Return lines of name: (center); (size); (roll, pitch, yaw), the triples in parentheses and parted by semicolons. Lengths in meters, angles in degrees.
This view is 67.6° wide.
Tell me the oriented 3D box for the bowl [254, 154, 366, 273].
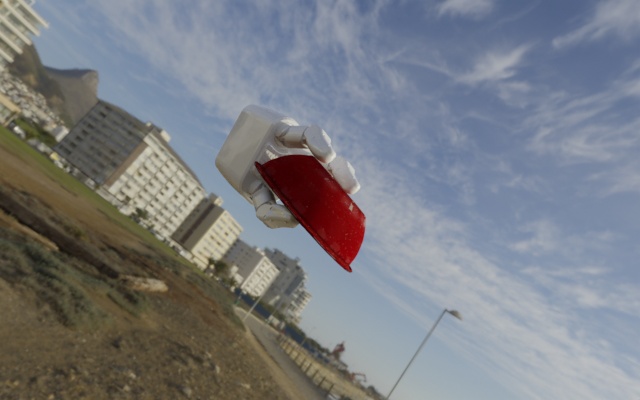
bowl: (0.001, 0.002, 0.529); (0.055, 0.162, 0.162); (-41, -1, 1)
